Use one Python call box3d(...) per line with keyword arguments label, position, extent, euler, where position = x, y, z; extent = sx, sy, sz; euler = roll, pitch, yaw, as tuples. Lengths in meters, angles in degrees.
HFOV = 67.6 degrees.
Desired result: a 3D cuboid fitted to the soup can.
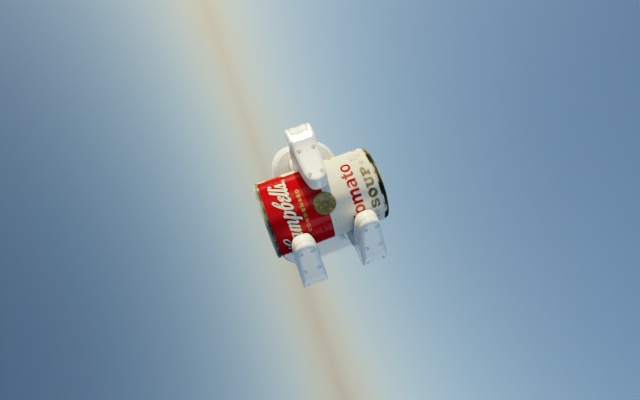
box3d(label="soup can", position=(0.000, 0.001, 0.416), extent=(0.102, 0.068, 0.068), euler=(-19, 2, -5))
